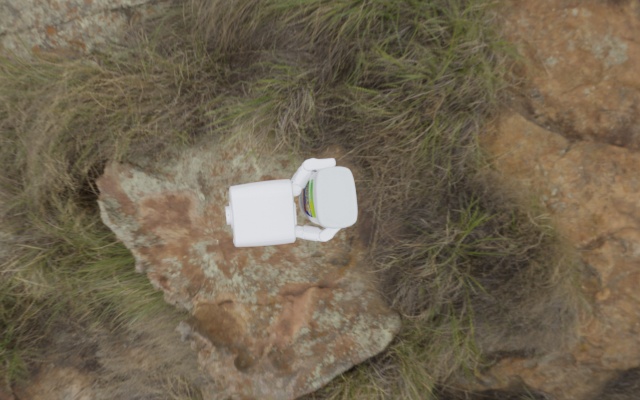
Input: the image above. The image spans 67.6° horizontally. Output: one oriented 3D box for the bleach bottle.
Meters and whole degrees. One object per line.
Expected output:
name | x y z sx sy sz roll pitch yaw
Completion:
bleach bottle | 0.000 0.003 0.871 0.068 0.102 0.251 -3 -4 -12
